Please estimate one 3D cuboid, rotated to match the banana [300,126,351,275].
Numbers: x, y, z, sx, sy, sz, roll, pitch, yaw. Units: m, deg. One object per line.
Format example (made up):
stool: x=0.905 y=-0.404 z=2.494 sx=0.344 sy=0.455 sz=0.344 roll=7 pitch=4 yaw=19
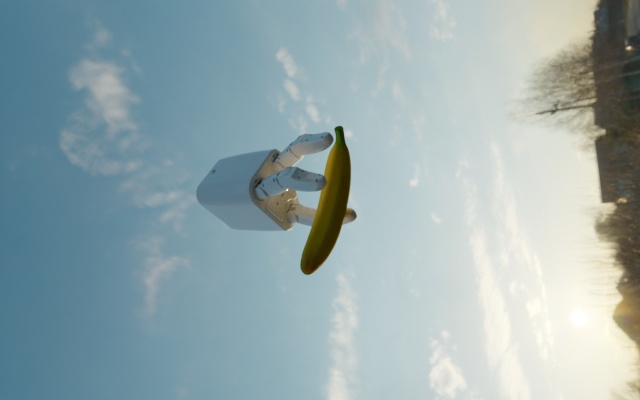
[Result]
banana: x=0.009 y=0.006 z=0.614 sx=0.037 sy=0.197 sz=0.070 roll=0 pitch=-23 yaw=28
